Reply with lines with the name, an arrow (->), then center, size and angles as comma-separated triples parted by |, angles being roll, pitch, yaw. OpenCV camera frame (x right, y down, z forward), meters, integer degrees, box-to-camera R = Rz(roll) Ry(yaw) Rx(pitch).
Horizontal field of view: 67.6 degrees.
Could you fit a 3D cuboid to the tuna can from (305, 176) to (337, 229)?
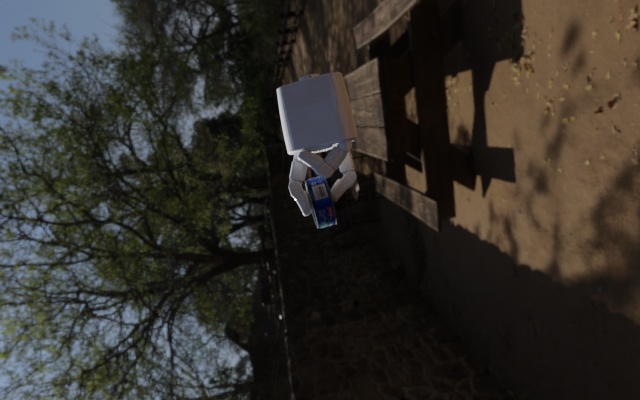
tuna can -> 0.000, 0.003, 0.790 | 0.034, 0.086, 0.086 | -15, 1, -5
